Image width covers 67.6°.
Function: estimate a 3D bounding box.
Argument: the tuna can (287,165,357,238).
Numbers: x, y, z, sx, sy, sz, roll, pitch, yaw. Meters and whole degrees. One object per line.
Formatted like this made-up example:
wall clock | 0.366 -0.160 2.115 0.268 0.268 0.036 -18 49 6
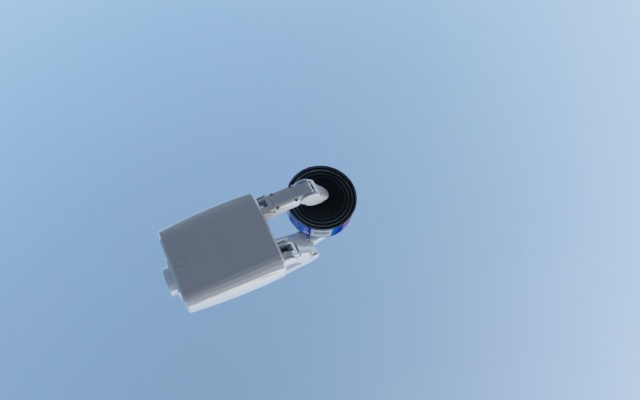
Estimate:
tuna can | 0.000 0.002 0.590 0.086 0.086 0.034 0 -24 -5
